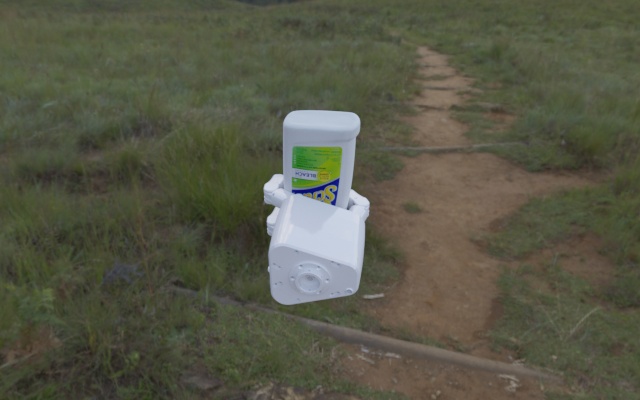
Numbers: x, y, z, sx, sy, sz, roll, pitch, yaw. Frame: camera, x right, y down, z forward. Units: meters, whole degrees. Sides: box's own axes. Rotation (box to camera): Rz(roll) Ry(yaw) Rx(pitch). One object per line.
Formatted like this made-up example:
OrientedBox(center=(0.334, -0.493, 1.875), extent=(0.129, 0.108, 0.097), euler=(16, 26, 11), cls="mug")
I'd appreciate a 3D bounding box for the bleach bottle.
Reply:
OrientedBox(center=(0.000, 0.002, 0.677), extent=(0.102, 0.251, 0.068), euler=(4, 31, 7), cls="bleach bottle")
